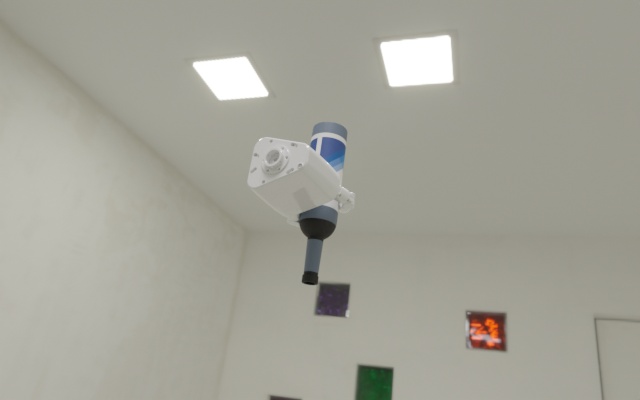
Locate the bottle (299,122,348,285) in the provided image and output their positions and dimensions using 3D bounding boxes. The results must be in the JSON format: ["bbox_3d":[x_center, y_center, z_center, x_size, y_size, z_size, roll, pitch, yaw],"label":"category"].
[{"bbox_3d":[0.000,0.003,0.846,0.069,0.295,0.069,7,-23,3],"label":"bottle"}]
